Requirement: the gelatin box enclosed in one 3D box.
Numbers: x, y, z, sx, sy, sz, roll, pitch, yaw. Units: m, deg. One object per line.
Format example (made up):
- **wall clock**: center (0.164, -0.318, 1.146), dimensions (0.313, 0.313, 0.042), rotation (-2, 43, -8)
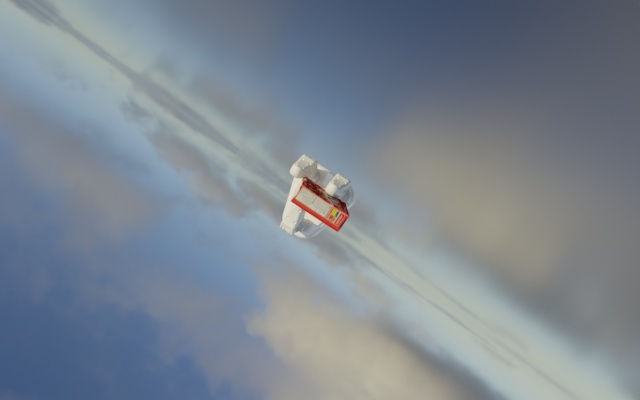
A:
- **gelatin box**: center (0.000, 0.003, 0.638), dimensions (0.073, 0.030, 0.089), rotation (34, 9, -5)
